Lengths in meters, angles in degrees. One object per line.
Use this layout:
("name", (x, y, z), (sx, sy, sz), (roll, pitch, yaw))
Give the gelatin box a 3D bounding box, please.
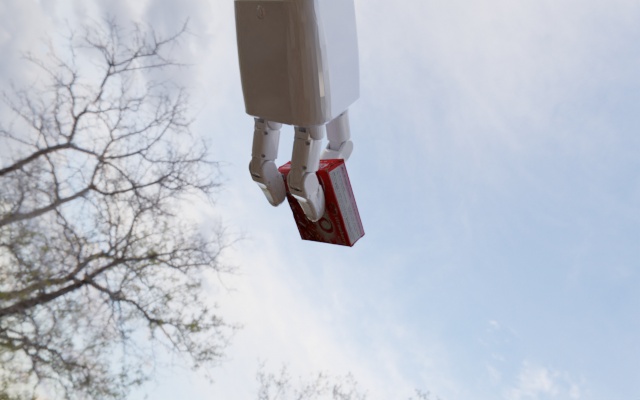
("gelatin box", (0.000, 0.002, 0.496), (0.073, 0.089, 0.030), (4, 30, 44))
